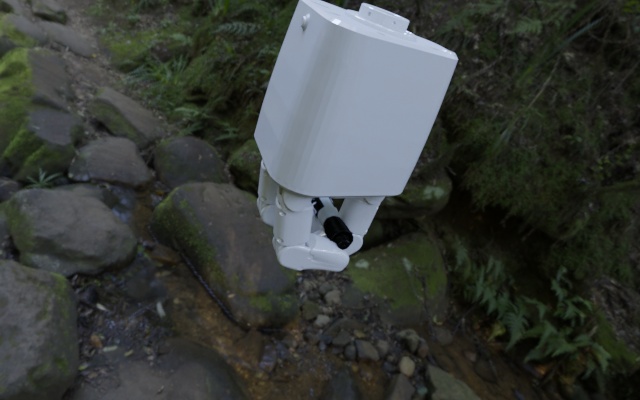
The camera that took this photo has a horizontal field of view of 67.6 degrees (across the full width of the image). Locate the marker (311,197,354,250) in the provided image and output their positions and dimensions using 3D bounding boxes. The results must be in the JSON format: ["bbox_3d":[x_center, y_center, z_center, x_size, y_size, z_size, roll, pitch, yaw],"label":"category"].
[{"bbox_3d":[0.000,0.001,0.401,0.020,0.020,0.121,0,32,-20],"label":"marker"}]
